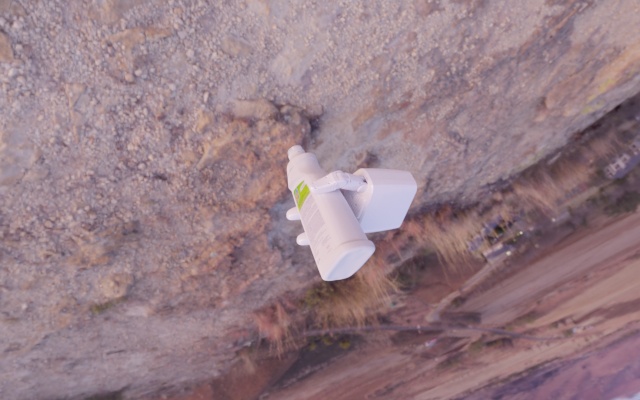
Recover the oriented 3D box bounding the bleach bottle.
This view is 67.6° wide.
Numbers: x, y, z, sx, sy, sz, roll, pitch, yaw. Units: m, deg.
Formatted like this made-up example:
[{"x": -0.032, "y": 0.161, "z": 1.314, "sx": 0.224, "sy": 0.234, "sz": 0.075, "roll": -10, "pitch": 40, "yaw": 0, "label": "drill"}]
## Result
[{"x": 0.000, "y": 0.003, "z": 0.802, "sx": 0.068, "sy": 0.250, "sz": 0.103, "roll": -1, "pitch": -37, "yaw": -33, "label": "bleach bottle"}]
